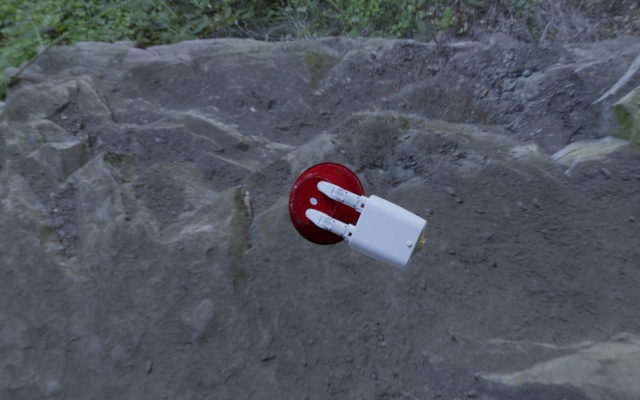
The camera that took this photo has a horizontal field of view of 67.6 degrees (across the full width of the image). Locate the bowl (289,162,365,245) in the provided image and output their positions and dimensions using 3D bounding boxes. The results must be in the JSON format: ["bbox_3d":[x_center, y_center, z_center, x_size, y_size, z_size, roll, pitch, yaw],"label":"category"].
[{"bbox_3d":[-0.001,0.003,0.898,0.162,0.162,0.055,0,-6,25],"label":"bowl"}]
